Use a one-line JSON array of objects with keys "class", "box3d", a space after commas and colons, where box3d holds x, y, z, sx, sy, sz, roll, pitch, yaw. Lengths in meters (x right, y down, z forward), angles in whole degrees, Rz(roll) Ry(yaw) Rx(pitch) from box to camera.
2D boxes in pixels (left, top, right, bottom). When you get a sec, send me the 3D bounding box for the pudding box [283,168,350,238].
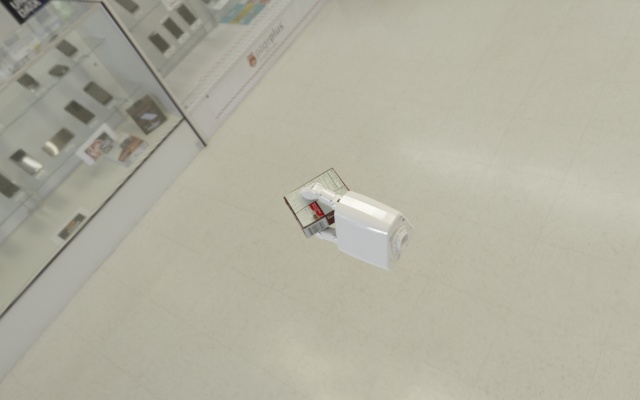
[{"class": "pudding box", "box3d": [0.000, 0.003, 0.886, 0.113, 0.090, 0.039, -30, -37, -5]}]
